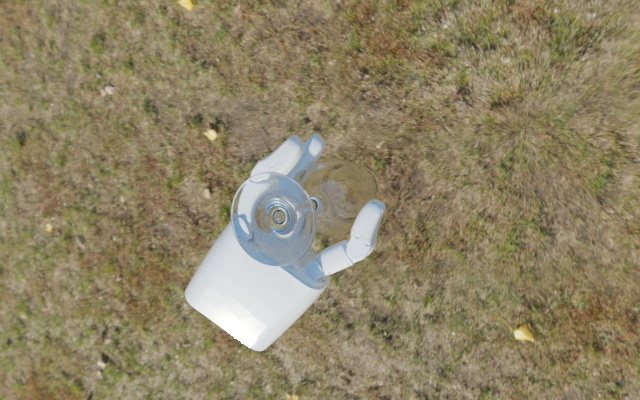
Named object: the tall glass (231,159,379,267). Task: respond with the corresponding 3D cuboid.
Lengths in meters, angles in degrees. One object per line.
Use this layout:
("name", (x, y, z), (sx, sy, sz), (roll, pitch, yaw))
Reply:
("tall glass", (0.000, 0.002, 0.457), (0.079, 0.079, 0.201), (0, 8, 23))
